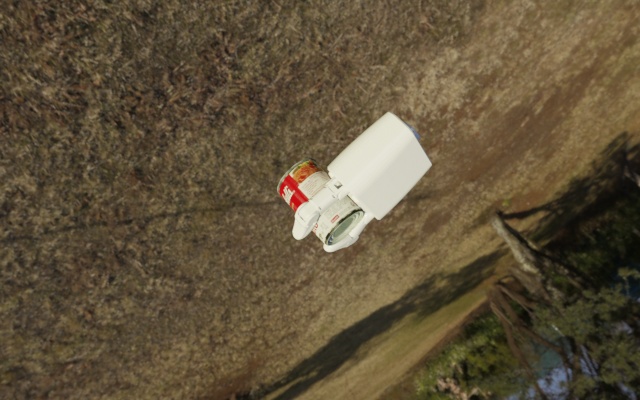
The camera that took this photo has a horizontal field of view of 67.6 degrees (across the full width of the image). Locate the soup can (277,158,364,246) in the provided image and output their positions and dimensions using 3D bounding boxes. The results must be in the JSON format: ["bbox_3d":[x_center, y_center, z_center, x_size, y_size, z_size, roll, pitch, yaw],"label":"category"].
[{"bbox_3d":[0.000,0.003,0.637,0.102,0.068,0.068,47,20,20],"label":"soup can"}]
